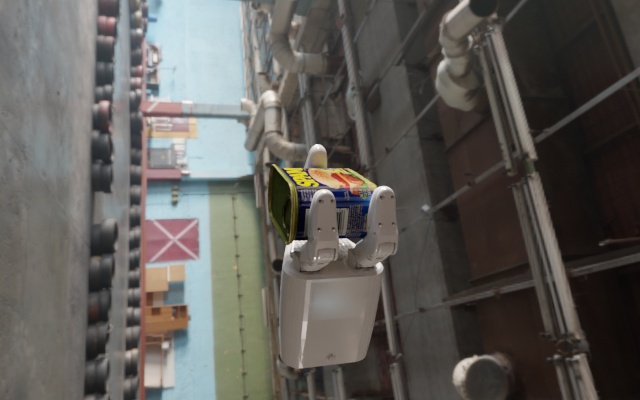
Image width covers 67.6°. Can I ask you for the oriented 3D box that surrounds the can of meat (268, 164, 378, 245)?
[{"bbox_3d":[0.000,0.001,0.459,0.084,0.057,0.102,0,17,-17],"label":"can of meat"}]
